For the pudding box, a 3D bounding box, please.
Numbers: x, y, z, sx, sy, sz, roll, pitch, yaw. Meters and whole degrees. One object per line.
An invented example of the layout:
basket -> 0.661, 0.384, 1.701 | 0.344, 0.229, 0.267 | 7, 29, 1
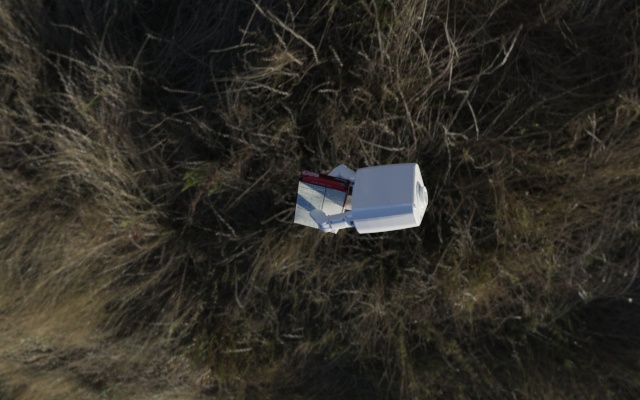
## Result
pudding box -> 0.000, 0.003, 0.872 | 0.090, 0.114, 0.039 | 15, 42, 5
